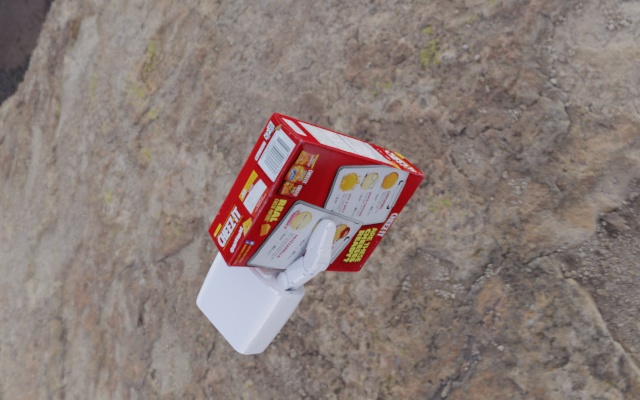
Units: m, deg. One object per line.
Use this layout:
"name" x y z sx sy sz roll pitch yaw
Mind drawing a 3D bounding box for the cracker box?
"cracker box" 0.000 0.002 0.566 0.214 0.164 0.072 10 30 -45
